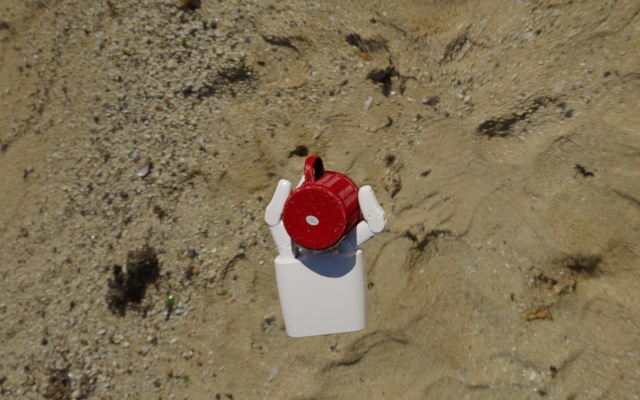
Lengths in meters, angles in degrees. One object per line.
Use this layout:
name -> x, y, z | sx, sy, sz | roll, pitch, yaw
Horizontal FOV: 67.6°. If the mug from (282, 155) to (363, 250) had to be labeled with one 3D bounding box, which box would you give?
mug -> 0.000, 0.001, 0.594 | 0.093, 0.117, 0.081 | -6, 10, 16
